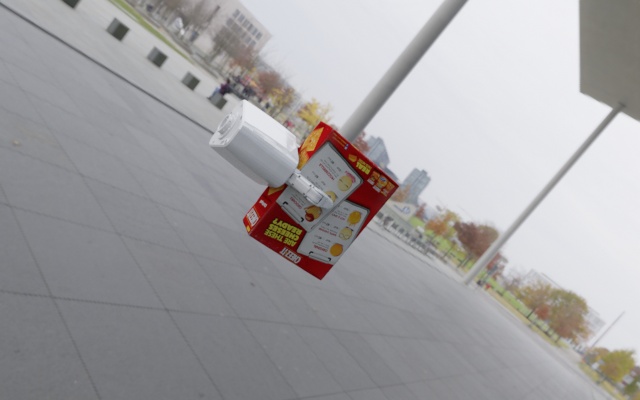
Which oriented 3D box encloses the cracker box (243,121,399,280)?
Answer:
[{"bbox_3d":[0.000,0.003,0.801,0.164,0.214,0.072,36,6,-27],"label":"cracker box"}]
